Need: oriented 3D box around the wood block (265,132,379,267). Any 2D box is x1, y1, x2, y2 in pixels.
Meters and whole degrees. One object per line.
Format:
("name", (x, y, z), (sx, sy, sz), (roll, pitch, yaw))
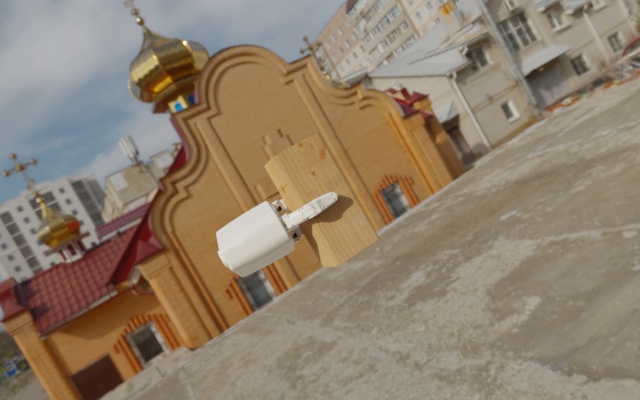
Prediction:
("wood block", (0.000, 0.003, 0.816), (0.090, 0.206, 0.091), (-31, 2, -18))
